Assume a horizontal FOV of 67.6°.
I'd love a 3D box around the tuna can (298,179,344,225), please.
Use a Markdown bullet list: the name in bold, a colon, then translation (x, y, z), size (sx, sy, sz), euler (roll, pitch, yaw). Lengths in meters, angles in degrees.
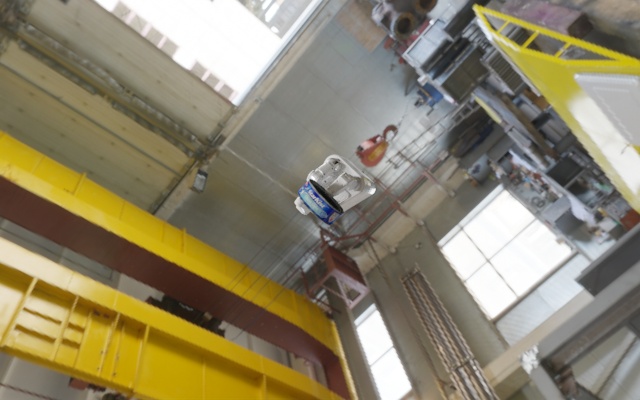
- **tuna can**: translation (0.000, 0.003, 0.850), size (0.034, 0.086, 0.086), euler (-45, -10, 10)
